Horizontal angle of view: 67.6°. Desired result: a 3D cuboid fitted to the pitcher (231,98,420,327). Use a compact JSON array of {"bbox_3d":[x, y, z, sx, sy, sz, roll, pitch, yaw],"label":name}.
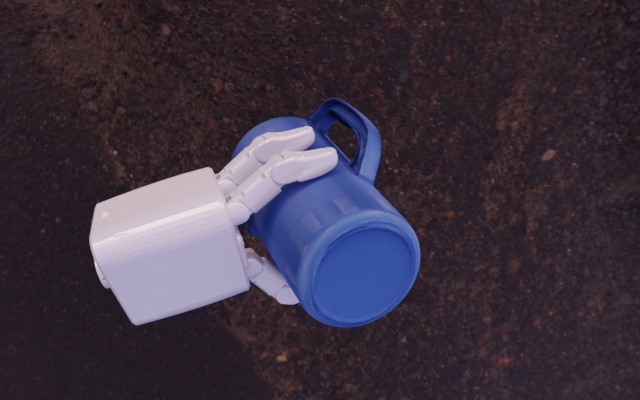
[{"bbox_3d":[0.000,0.002,0.471,0.145,0.149,0.242,-17,29,-14],"label":"pitcher"}]
